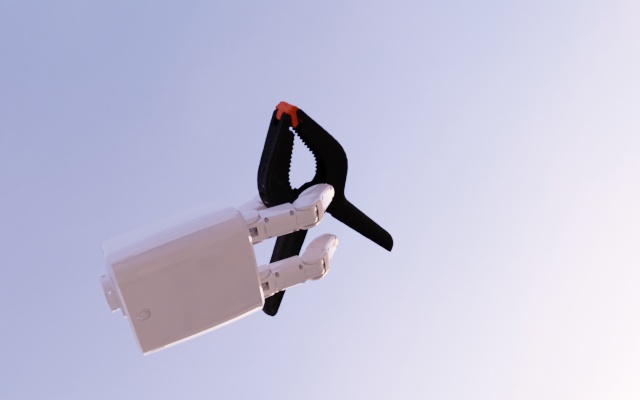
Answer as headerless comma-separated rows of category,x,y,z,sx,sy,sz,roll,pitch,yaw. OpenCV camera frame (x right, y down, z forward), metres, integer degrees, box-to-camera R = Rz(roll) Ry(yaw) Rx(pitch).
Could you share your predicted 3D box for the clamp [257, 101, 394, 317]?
clamp,-0.001,0.001,0.477,0.164,0.210,0.036,-20,29,-24
